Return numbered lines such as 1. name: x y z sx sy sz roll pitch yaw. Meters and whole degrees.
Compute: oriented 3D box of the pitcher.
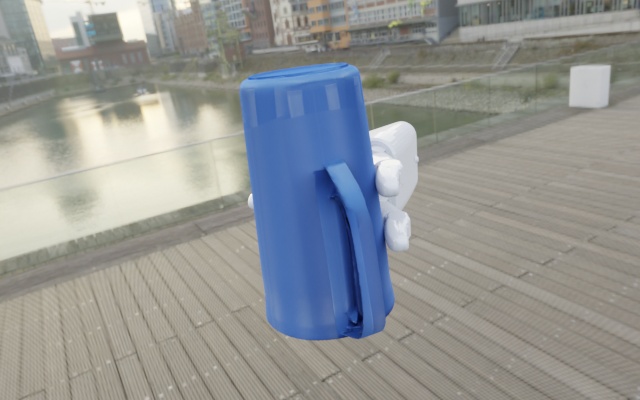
1. pitcher: 0.000 0.001 0.450 0.149 0.243 0.145 1 21 25
